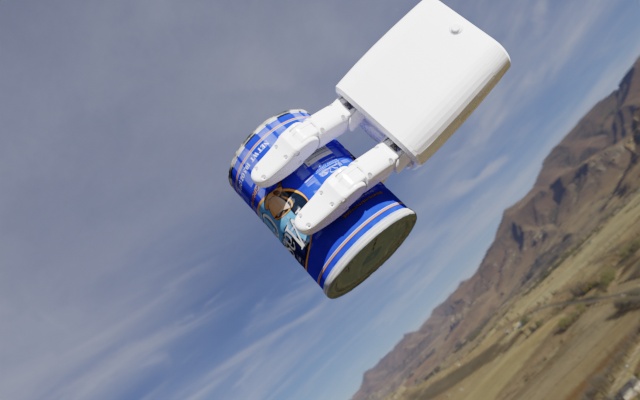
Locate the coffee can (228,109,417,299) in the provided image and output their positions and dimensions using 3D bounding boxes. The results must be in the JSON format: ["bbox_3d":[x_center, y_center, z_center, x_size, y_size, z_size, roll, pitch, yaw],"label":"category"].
[{"bbox_3d":[0.000,0.002,0.428,0.140,0.103,0.103,46,20,21],"label":"coffee can"}]
